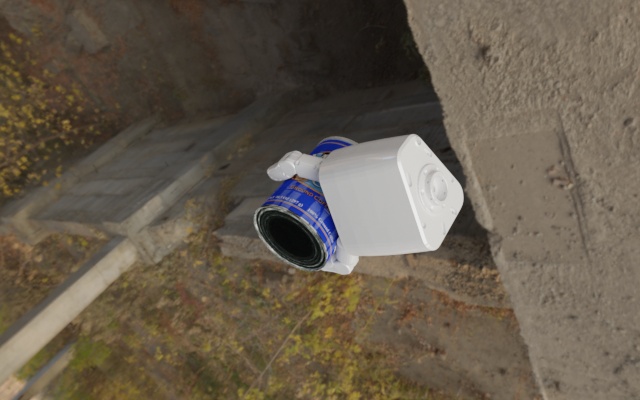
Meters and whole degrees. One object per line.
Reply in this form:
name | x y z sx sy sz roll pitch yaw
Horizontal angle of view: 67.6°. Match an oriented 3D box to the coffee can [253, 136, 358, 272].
coffee can | 0.000 0.002 0.589 0.103 0.103 0.140 0 39 43
